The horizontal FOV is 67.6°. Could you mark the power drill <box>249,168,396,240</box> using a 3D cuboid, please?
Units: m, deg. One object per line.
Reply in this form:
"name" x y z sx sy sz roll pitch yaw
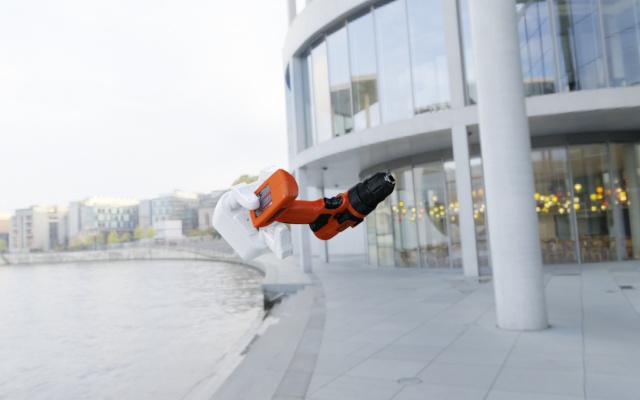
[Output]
"power drill" 0.000 0.002 0.735 0.188 0.057 0.184 11 -38 -38
